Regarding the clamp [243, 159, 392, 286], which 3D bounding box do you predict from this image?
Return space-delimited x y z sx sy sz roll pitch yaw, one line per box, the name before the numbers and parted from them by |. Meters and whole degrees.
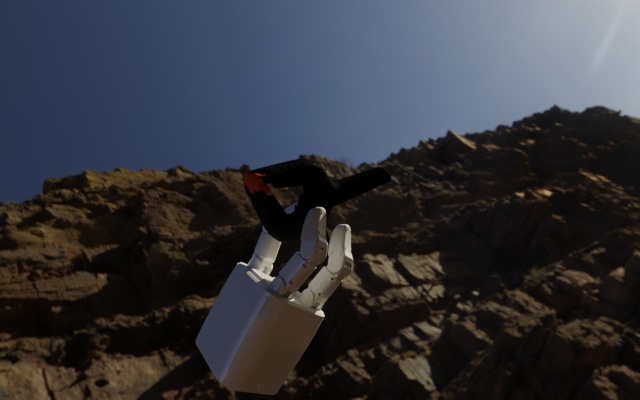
clamp | -0.001 0.002 0.546 0.036 0.164 0.210 25 -7 42
